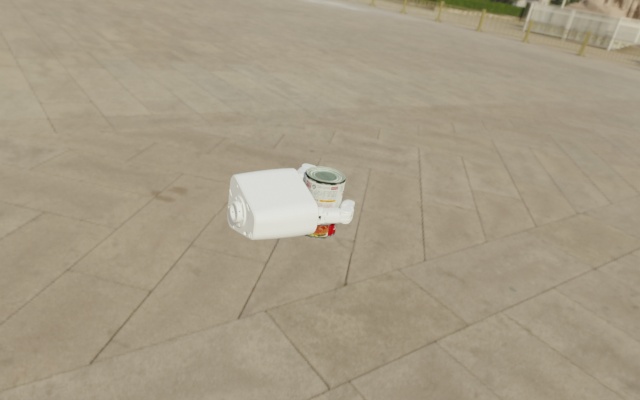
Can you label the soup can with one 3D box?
[{"bbox_3d":[0.001,0.002,0.786,0.068,0.102,0.068,8,26,-4],"label":"soup can"}]
